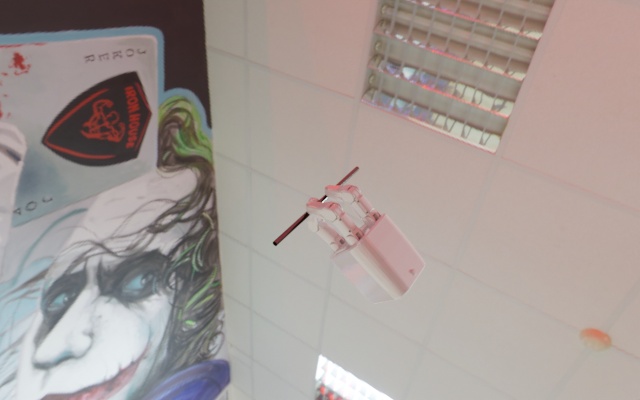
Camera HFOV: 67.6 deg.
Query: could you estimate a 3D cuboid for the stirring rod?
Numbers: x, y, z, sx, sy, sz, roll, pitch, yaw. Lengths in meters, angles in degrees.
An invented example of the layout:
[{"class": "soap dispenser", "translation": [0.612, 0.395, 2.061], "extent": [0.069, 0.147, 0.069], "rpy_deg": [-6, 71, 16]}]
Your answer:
[{"class": "stirring rod", "translation": [0.000, 0.003, 0.762], "extent": [0.011, 0.011, 0.239], "rpy_deg": [0, 30, 39]}]
